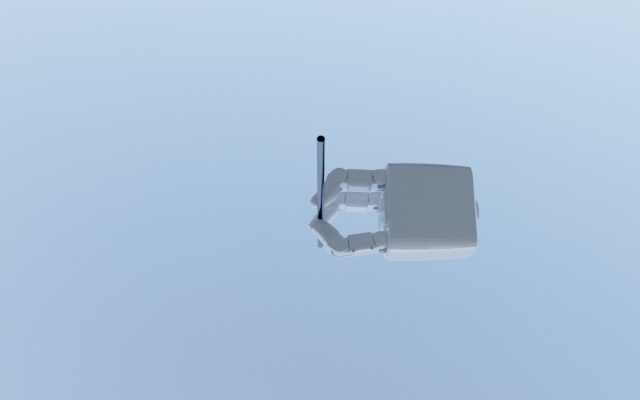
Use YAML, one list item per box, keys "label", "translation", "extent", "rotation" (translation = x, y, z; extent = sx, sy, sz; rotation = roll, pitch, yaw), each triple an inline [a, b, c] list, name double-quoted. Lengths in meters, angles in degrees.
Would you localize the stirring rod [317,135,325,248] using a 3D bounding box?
- label: "stirring rod"
  translation: [0.000, 0.002, 0.548]
  extent: [0.011, 0.011, 0.240]
  rotation: [0, -29, 0]
